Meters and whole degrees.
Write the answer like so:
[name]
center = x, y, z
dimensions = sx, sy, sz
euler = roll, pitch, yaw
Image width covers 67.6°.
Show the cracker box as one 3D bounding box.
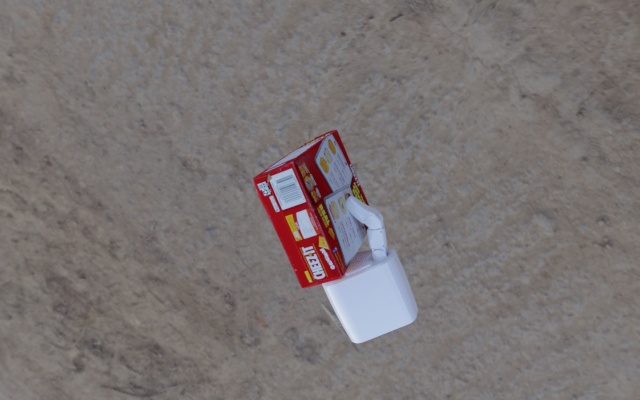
[cracker box]
center = 0.000, 0.002, 0.692
dimensions = 0.072, 0.164, 0.213
euler = -19, 12, 22
